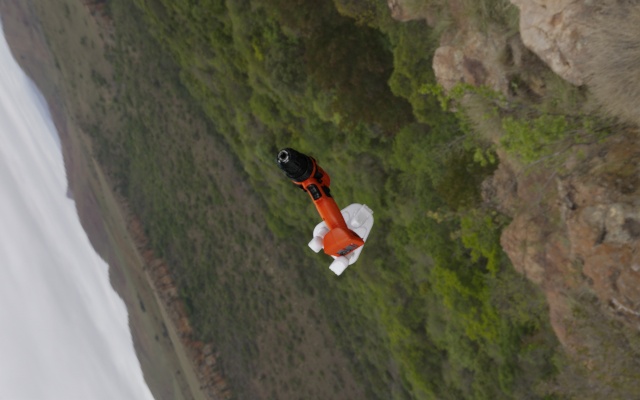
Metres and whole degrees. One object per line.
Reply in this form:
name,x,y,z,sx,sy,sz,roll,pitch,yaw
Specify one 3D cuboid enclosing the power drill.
power drill,0.000,0.003,0.835,0.057,0.187,0.184,-31,-21,13
